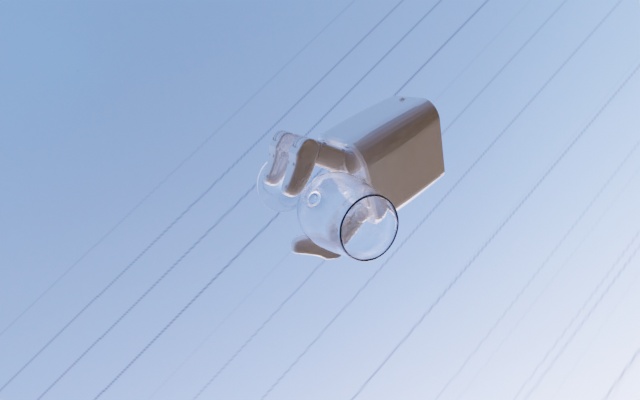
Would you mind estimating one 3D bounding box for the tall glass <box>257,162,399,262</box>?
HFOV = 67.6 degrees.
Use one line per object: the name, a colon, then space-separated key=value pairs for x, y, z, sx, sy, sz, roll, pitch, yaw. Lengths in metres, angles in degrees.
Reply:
tall glass: x=0.000 y=0.002 z=0.506 sx=0.079 sy=0.079 sz=0.201 roll=0 pitch=14 yaw=-27
